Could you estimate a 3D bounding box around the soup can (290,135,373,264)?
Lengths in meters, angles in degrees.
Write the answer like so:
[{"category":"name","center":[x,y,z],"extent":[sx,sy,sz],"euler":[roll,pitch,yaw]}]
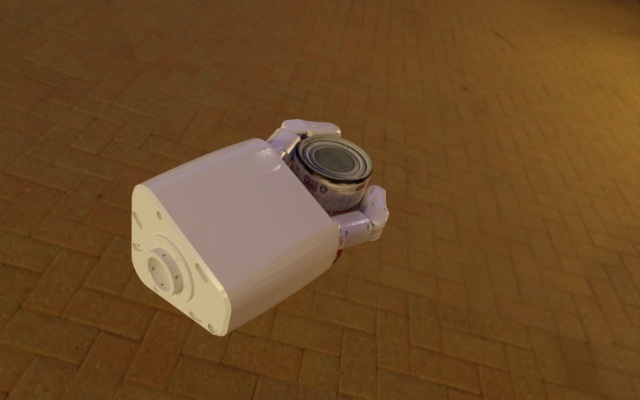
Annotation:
[{"category":"soup can","center":[0.001,0.001,0.426],"extent":[0.068,0.102,0.068],"euler":[11,38,-9]}]
